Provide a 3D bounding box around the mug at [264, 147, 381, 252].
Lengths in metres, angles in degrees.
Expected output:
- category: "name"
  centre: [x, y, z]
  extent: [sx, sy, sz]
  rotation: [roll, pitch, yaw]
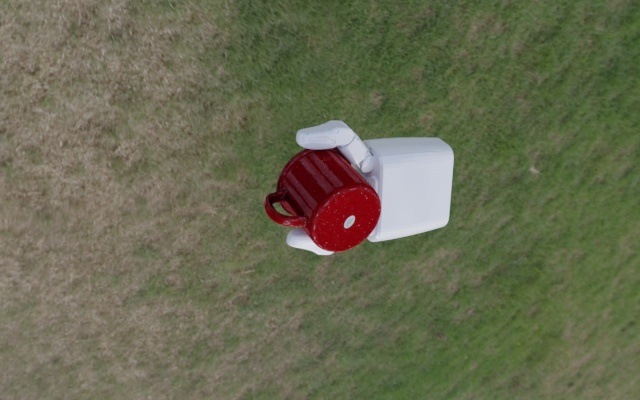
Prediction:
- category: "mug"
  centre: [-0.001, 0.002, 0.498]
  extent: [0.117, 0.093, 0.081]
  rotation: [-8, 35, -25]
